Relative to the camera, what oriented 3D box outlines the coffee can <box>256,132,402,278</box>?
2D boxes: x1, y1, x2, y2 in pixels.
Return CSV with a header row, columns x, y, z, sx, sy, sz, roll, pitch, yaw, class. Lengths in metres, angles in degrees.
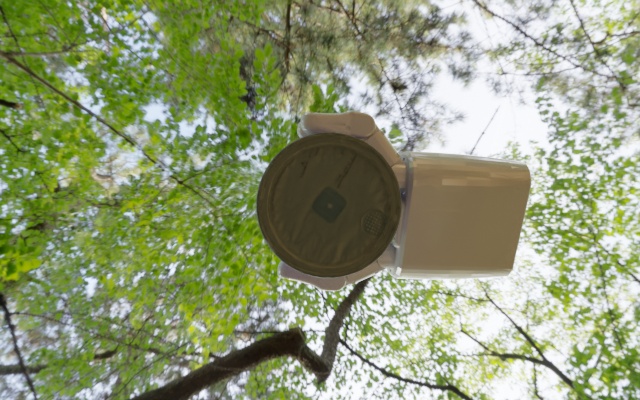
x,y,z,sx,sy,sz,roll,pitch,yaw,class
0.000,0.001,0.401,0.103,0.103,0.140,0,2,-6,coffee can
